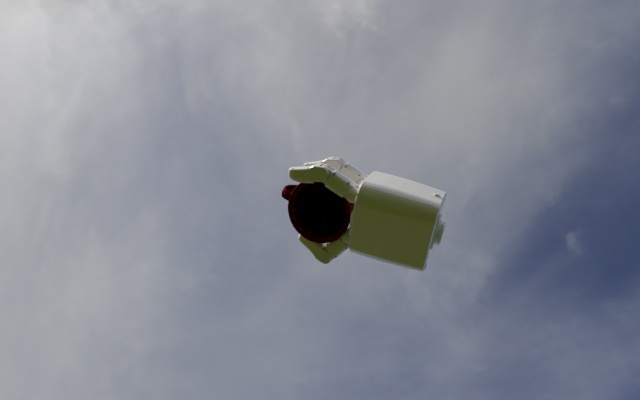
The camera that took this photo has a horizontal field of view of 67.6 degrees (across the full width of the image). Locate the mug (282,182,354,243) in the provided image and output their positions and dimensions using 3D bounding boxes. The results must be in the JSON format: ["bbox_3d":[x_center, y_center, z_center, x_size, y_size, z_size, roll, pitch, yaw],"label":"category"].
[{"bbox_3d":[-0.001,0.002,0.697,0.117,0.093,0.081,17,19,16],"label":"mug"}]
